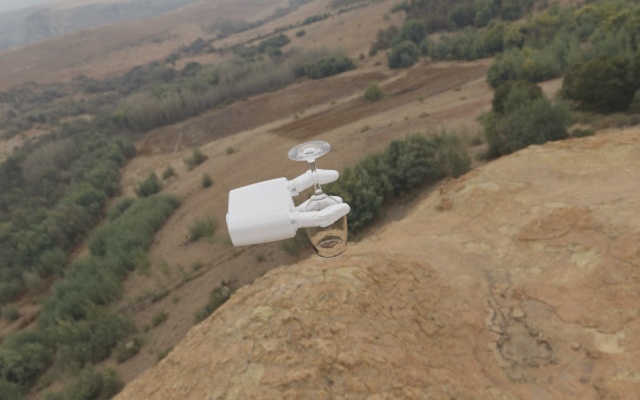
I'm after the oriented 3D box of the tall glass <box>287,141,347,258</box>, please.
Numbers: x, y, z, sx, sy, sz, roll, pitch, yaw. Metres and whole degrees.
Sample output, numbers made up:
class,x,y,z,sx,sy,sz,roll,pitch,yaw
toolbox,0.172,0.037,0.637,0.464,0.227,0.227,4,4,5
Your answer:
class,x,y,z,sx,sy,sz,roll,pitch,yaw
tall glass,0.000,0.002,0.837,0.079,0.201,0.079,-10,27,5
